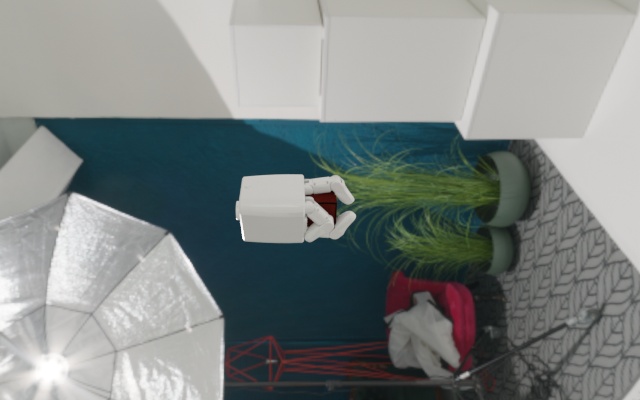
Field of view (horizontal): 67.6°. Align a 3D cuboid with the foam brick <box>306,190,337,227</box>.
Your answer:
[{"bbox_3d":[0.000,0.003,0.847,0.051,0.053,0.078,-1,34,-3],"label":"foam brick"}]
